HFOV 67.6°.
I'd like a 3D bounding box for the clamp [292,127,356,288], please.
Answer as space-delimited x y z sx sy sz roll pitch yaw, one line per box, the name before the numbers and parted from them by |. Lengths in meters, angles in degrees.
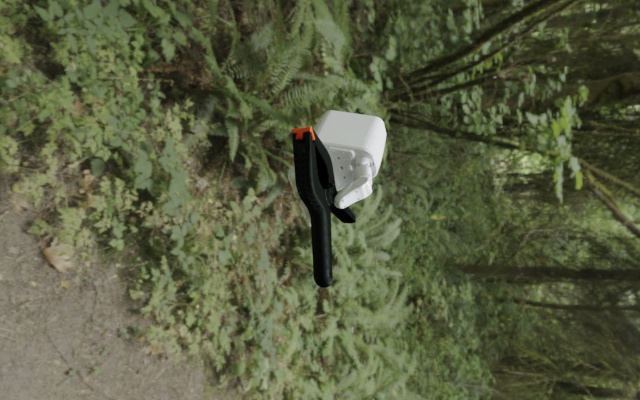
clamp | 0.001 0.002 0.654 0.036 0.210 0.164 -5 38 21
